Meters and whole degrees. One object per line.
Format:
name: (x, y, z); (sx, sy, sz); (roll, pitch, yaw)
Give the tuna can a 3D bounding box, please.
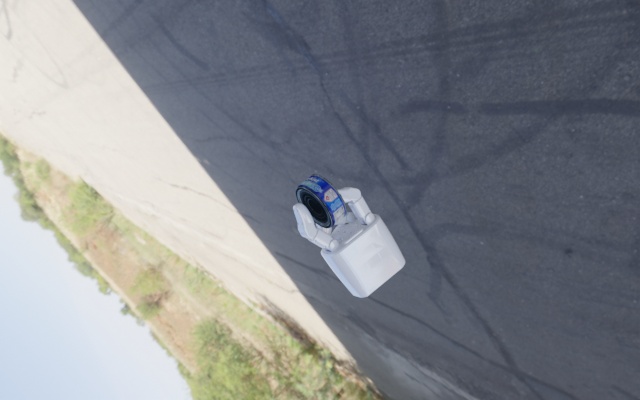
tuna can: (0.000, 0.003, 0.759); (0.033, 0.086, 0.086); (-40, 18, -23)
